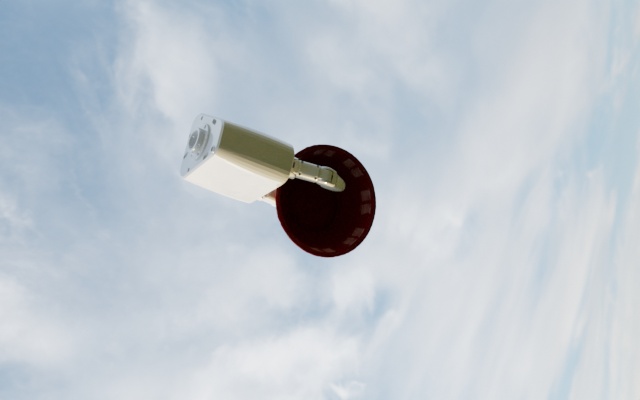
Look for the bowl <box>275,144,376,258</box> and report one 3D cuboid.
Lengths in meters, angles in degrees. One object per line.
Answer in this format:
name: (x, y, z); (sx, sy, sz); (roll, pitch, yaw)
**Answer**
bowl: (0.001, 0.003, 0.699); (0.162, 0.162, 0.055); (0, -6, -27)
